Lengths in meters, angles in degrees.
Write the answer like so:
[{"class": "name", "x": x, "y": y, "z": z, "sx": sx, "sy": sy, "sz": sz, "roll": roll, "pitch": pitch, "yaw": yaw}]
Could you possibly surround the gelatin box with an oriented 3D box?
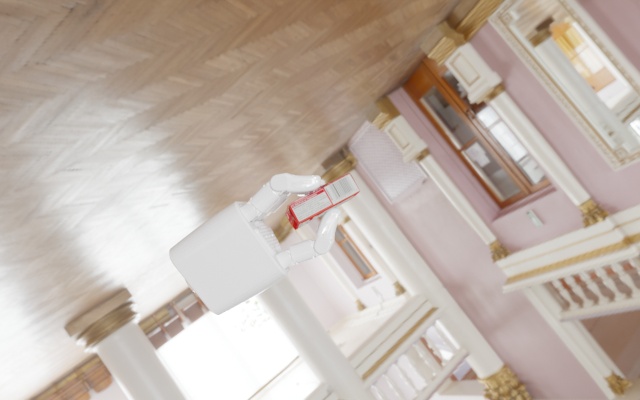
[{"class": "gelatin box", "x": 0.001, "y": 0.002, "z": 0.604, "sx": 0.089, "sy": 0.030, "sz": 0.073, "roll": -28, "pitch": -4, "yaw": -8}]
